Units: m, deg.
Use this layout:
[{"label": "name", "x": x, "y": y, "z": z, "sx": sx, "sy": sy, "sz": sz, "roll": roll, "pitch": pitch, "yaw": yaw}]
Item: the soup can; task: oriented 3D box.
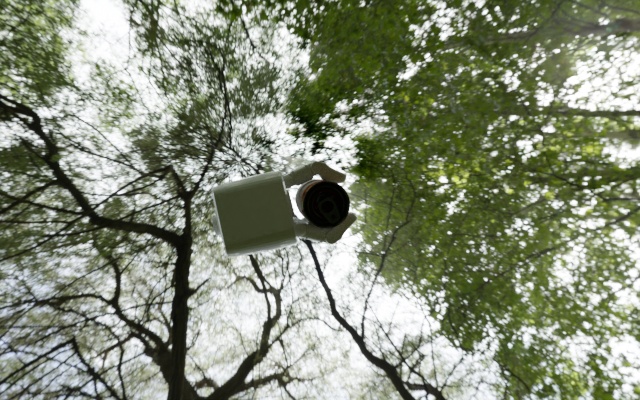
[{"label": "soup can", "x": 0.001, "y": 0.002, "z": 0.718, "sx": 0.068, "sy": 0.068, "sz": 0.102, "roll": 0, "pitch": 5, "yaw": -10}]
